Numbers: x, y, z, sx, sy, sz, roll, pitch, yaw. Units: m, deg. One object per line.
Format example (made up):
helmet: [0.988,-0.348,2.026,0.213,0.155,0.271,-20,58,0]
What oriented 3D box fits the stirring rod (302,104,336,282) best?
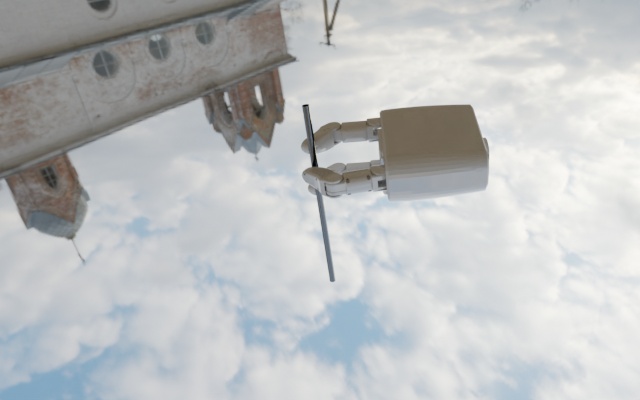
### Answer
stirring rod: [0.000,0.002,0.568,0.011,0.240,0.011,-7,30,4]
